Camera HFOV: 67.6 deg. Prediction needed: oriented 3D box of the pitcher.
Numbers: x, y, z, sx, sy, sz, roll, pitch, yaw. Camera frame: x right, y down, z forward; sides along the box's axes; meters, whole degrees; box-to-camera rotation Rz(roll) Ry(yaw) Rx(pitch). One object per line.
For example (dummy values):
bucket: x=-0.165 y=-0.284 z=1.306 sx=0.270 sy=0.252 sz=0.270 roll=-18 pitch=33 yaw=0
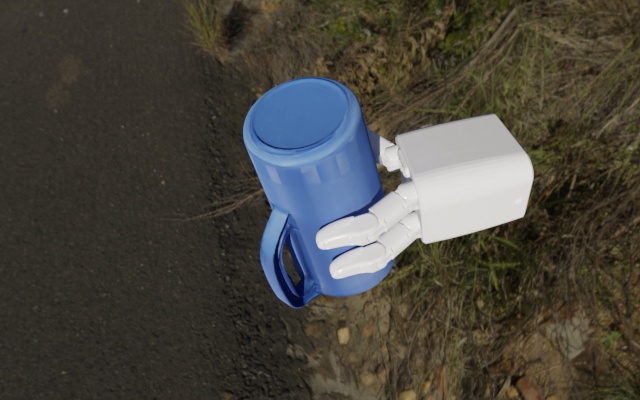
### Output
pitcher: x=0.000 y=0.002 z=0.504 sx=0.145 sy=0.149 sz=0.243 roll=-13 pitch=-37 yaw=6
